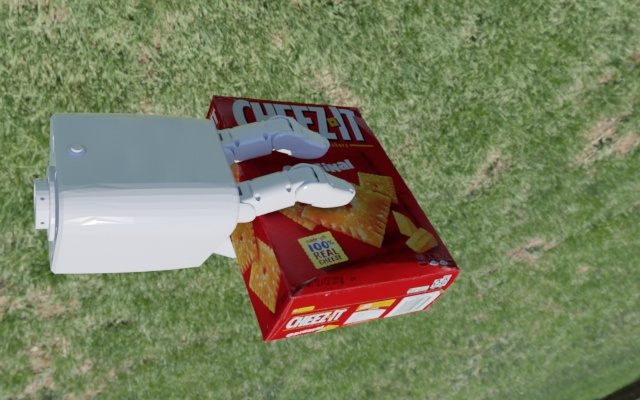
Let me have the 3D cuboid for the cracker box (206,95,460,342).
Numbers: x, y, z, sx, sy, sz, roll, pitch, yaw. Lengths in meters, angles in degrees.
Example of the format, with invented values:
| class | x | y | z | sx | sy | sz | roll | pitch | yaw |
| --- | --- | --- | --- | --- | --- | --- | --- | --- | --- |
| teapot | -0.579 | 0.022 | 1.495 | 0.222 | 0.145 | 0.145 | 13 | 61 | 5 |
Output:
| class | x | y | z | sx | sy | sz | roll | pitch | yaw |
| --- | --- | --- | --- | --- | --- | --- | --- | --- | --- |
| cracker box | 0.000 | 0.002 | 0.423 | 0.164 | 0.213 | 0.072 | -2 | -40 | -32 |
